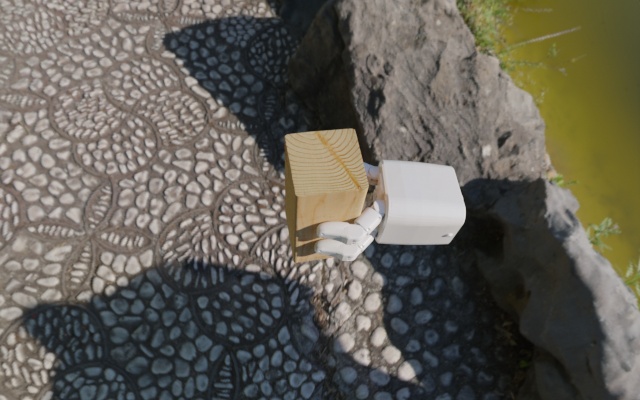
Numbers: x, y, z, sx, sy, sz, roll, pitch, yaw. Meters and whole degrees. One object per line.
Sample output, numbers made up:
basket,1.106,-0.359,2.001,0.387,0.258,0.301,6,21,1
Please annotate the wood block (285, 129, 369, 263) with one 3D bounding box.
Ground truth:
wood block,0.000,0.002,0.658,0.090,0.090,0.206,-7,-28,-8
